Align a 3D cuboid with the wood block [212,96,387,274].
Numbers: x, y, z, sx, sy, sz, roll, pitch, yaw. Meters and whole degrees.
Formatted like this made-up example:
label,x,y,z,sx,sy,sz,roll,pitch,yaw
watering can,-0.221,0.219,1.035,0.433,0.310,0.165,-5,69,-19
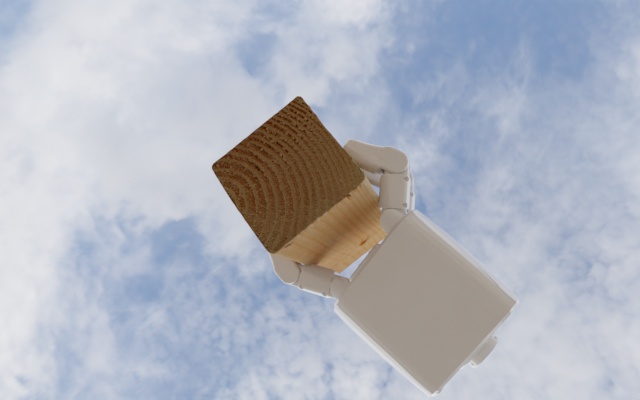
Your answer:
label,x,y,z,sx,sy,sz,roll,pitch,yaw
wood block,0.000,0.002,0.445,0.091,0.090,0.206,-39,-19,4
